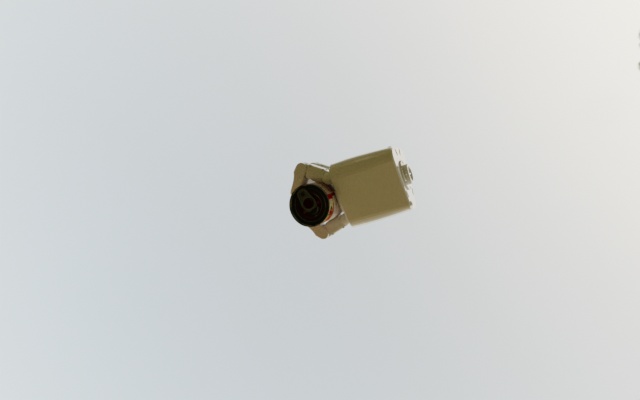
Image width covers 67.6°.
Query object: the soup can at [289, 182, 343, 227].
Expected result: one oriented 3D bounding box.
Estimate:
[{"bbox_3d":[0.000,0.003,0.784,0.068,0.068,0.102,0,6,21],"label":"soup can"}]
